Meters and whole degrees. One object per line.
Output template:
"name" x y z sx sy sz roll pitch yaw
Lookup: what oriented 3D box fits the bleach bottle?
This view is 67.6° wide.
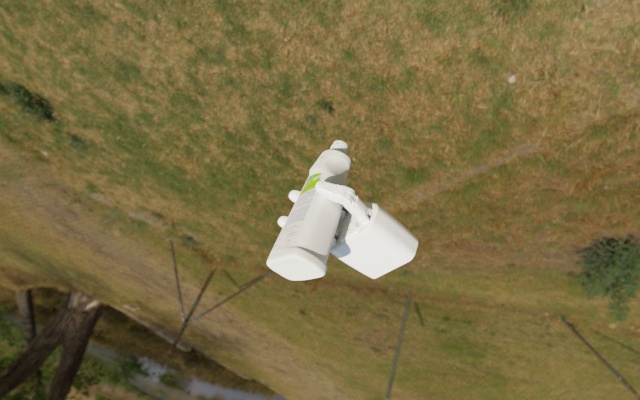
"bleach bottle" 0.000 0.003 0.769 0.068 0.250 0.102 37 -33 -24
